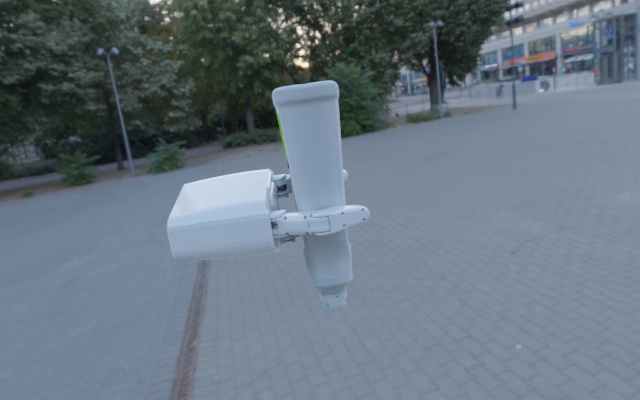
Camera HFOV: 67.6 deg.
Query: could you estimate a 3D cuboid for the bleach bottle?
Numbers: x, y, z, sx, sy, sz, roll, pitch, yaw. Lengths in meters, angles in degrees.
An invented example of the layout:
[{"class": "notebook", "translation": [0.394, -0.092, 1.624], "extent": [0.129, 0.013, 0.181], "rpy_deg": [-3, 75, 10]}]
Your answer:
[{"class": "bleach bottle", "translation": [0.000, 0.002, 0.524], "extent": [0.068, 0.251, 0.102], "rpy_deg": [-8, 11, 0]}]
